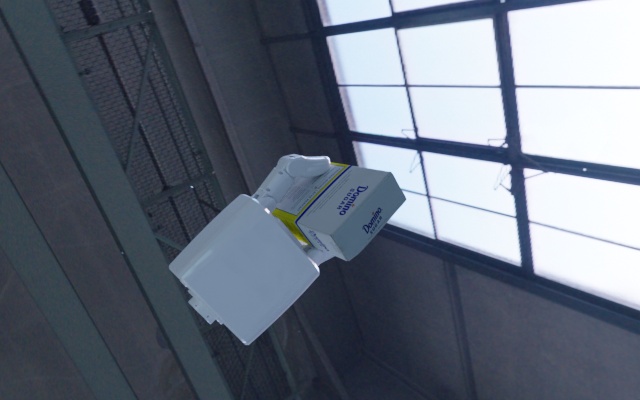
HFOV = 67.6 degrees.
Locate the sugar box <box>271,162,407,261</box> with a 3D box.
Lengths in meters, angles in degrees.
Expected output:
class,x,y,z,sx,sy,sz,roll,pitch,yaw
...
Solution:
class,x,y,z,sx,sy,sz,roll,pitch,yaw
sugar box,0.000,0.002,0.527,0.093,0.048,0.176,-45,33,-18
